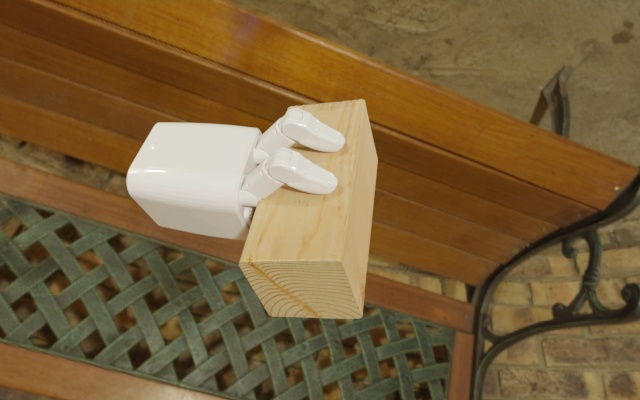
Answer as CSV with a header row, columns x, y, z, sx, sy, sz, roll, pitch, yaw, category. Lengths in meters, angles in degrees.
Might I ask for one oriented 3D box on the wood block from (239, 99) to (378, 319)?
x,y,z,sx,sy,sz,roll,pitch,yaw,category
0.000,0.002,0.471,0.090,0.206,0.091,-3,-43,16,wood block
